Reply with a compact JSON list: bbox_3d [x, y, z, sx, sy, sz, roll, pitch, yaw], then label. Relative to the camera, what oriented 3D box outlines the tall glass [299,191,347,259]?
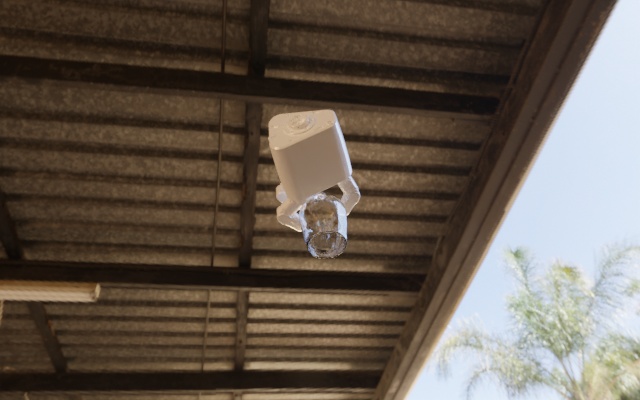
[{"bbox_3d":[0.000,0.002,0.803,0.079,0.079,0.200,0,42,-8],"label":"tall glass"}]
